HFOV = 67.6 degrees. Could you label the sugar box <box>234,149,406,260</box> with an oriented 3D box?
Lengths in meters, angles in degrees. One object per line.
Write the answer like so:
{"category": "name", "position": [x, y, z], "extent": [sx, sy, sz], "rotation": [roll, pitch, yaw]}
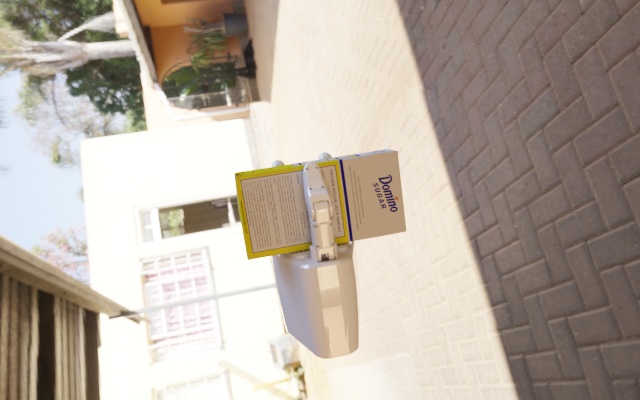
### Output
{"category": "sugar box", "position": [0.000, 0.002, 0.521], "extent": [0.176, 0.093, 0.048], "rotation": [-9, 10, -10]}
